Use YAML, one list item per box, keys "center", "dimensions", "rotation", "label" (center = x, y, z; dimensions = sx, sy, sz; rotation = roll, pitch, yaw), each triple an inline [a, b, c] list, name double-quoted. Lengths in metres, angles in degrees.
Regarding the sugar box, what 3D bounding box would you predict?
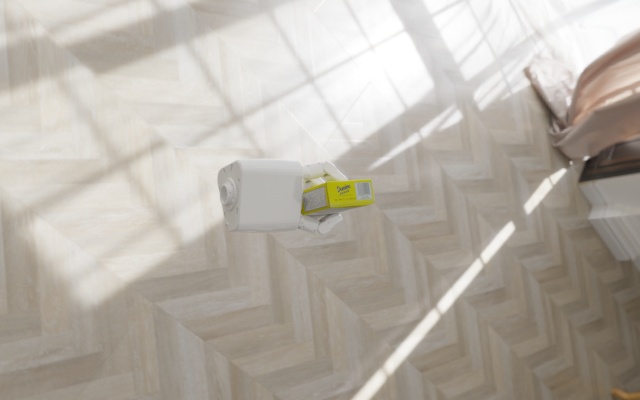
- center: [0.000, 0.002, 0.805]
  dimensions: [0.093, 0.048, 0.176]
  rotation: [-4, -5, -35]
  label: "sugar box"
